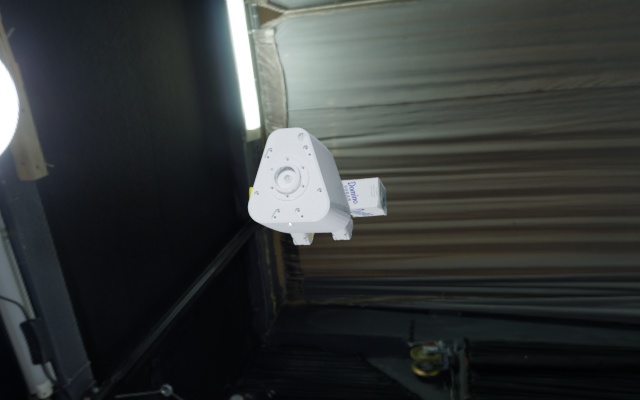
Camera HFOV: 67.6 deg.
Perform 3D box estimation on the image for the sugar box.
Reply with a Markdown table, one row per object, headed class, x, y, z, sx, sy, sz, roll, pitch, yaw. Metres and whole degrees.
| class | x | y | z | sx | sy | sz | roll | pitch | yaw |
| --- | --- | --- | --- | --- | --- | --- | --- | --- | --- |
| sugar box | 0.000 | 0.003 | 0.664 | 0.176 | 0.048 | 0.093 | -2 | -8 | 14 |
